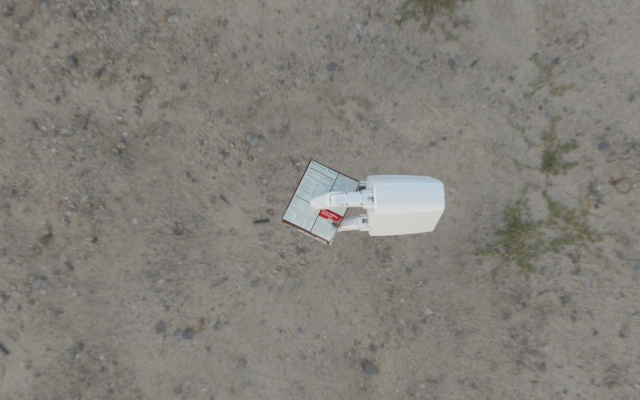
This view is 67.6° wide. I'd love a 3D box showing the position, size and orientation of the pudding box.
[{"bbox_3d":[0.000,0.003,0.765,0.090,0.113,0.039,26,-9,3],"label":"pudding box"}]
